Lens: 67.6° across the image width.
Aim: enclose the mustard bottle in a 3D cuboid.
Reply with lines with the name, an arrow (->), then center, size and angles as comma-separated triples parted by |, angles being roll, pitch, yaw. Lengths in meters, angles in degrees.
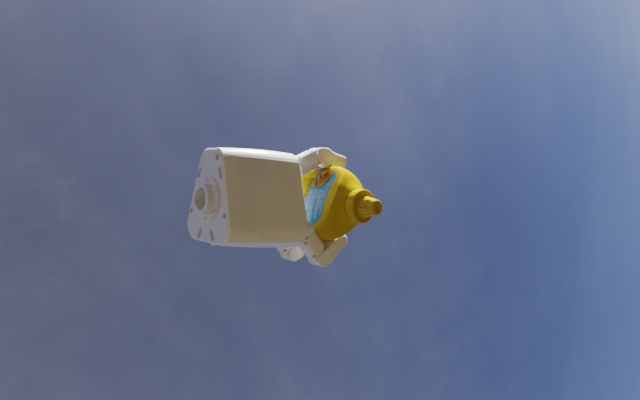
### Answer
mustard bottle -> 0.000, 0.002, 0.617 | 0.191, 0.096, 0.058 | 5, -23, 47
